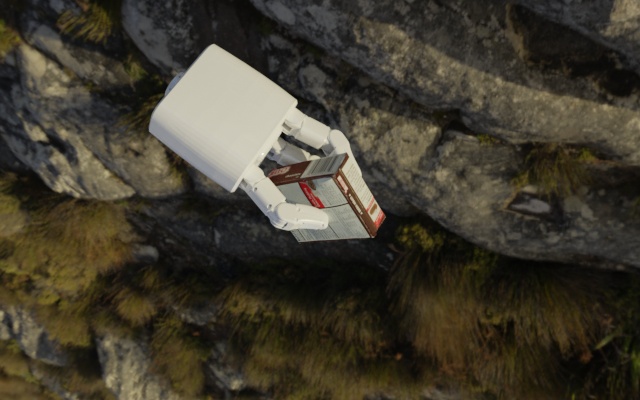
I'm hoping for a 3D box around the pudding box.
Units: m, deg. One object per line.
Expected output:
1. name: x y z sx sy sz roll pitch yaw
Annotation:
1. pudding box: 0.000 0.002 0.519 0.113 0.090 0.039 -7 39 42
